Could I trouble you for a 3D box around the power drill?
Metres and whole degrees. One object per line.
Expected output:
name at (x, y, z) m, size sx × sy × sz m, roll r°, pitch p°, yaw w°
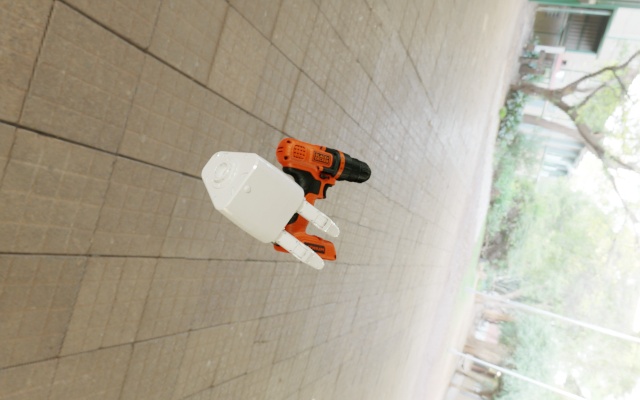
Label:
power drill at (0.000, 0.003, 0.797) m, size 0.184 × 0.187 × 0.057 m, roll 13°, pitch -10°, yaw -31°
